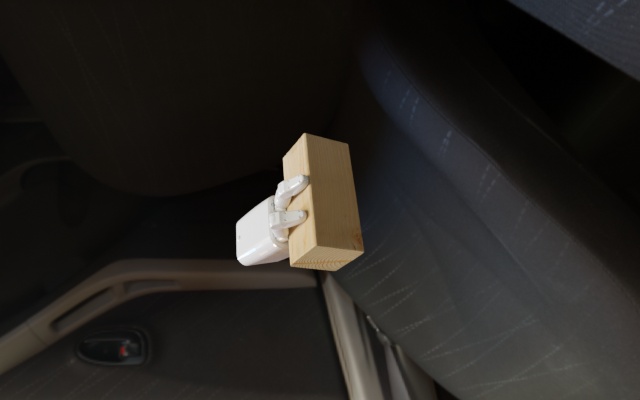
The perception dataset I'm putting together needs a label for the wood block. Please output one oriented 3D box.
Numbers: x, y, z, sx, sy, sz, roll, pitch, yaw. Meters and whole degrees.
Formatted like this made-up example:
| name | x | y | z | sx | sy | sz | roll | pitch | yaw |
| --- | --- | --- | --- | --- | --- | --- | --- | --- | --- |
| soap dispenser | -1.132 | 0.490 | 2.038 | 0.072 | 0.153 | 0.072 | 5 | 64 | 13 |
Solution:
| name | x | y | z | sx | sy | sz | roll | pitch | yaw |
| --- | --- | --- | --- | --- | --- | --- | --- | --- | --- |
| wood block | 0.000 | 0.003 | 0.802 | 0.091 | 0.206 | 0.090 | 10 | -32 | -29 |
